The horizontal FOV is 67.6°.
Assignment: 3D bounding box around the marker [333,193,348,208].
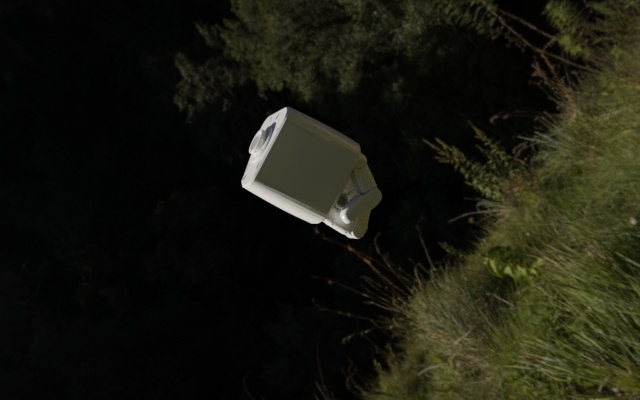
[{"bbox_3d":[0.000,0.002,0.653,0.020,0.020,0.121,0,-2,-26],"label":"marker"}]
